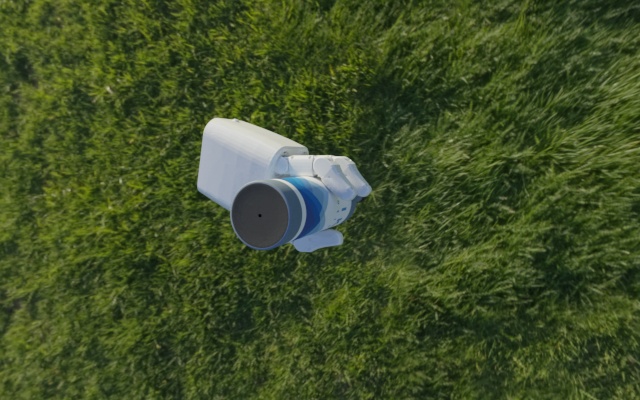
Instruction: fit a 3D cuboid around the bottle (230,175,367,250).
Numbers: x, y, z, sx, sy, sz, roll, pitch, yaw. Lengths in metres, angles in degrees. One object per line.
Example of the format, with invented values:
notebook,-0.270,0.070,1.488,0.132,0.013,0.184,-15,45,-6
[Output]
bottle,0.000,0.002,0.584,0.069,0.069,0.295,0,5,23
